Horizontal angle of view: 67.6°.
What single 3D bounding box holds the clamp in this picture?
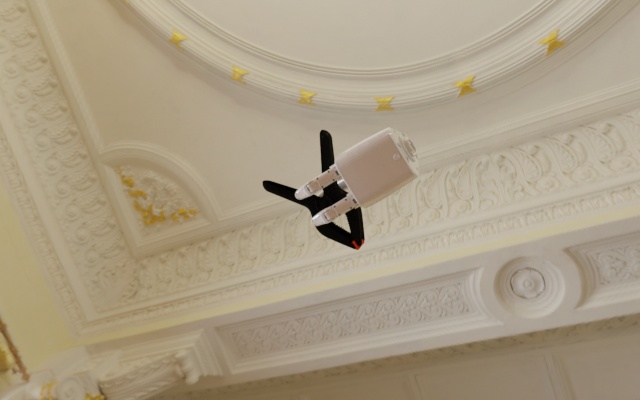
[{"bbox_3d":[0.001,0.003,0.849,0.164,0.210,0.036,-30,3,28],"label":"clamp"}]
